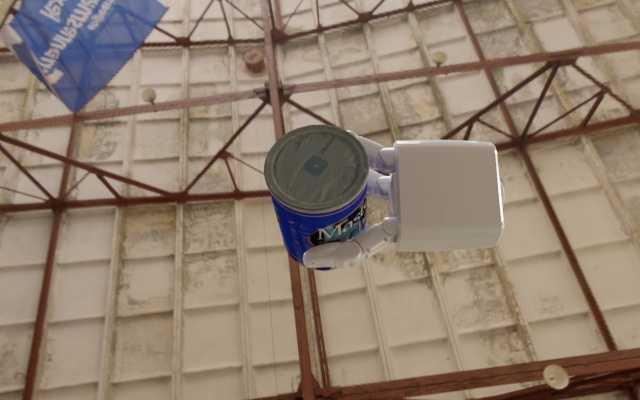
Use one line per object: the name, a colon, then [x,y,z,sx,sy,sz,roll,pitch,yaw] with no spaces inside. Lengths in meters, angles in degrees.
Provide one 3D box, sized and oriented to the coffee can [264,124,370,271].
coffee can: [0.000,0.002,0.520,0.103,0.102,0.140,0,-31,4]
